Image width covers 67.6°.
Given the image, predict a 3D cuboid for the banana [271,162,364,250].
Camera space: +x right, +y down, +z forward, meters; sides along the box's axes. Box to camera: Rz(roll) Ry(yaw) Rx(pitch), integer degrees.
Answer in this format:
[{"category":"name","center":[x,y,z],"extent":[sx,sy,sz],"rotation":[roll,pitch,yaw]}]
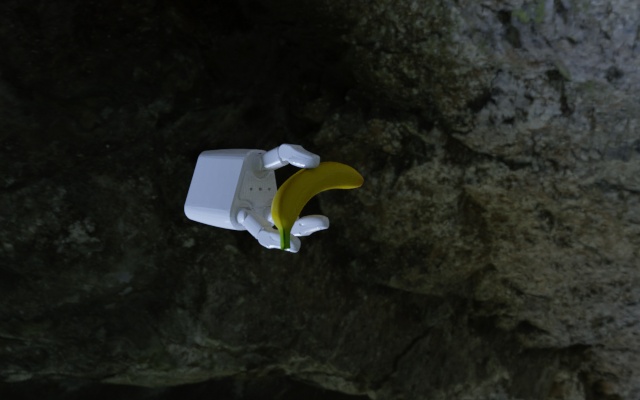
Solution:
[{"category":"banana","center":[-0.007,-0.013,0.627],"extent":[0.037,0.070,0.197],"rotation":[1,27,38]}]
